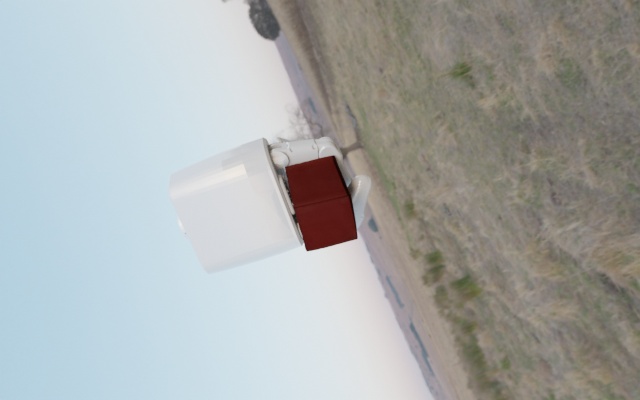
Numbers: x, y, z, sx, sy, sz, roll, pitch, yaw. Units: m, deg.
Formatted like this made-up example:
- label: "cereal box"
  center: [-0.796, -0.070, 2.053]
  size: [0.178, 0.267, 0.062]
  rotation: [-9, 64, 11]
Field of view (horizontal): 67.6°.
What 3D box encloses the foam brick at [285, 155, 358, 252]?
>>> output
- label: "foam brick"
  center: [0.000, 0.002, 0.455]
  size: [0.051, 0.053, 0.078]
  rotation: [-14, 34, -2]
